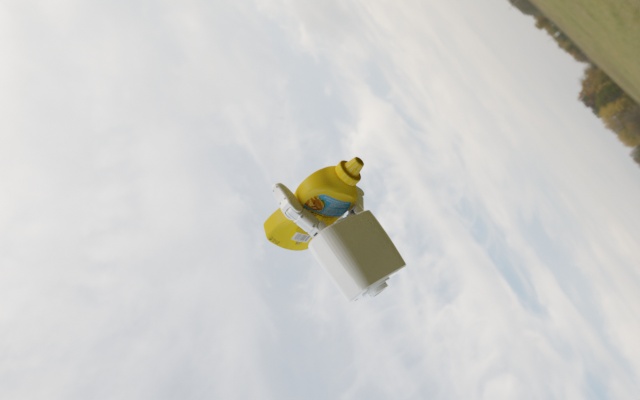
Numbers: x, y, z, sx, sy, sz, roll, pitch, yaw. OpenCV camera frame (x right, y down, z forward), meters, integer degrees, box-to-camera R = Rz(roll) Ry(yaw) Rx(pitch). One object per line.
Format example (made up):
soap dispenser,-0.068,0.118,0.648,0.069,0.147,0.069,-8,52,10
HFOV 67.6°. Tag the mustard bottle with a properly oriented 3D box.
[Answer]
mustard bottle,0.000,0.002,0.738,0.096,0.058,0.192,17,-49,-37
